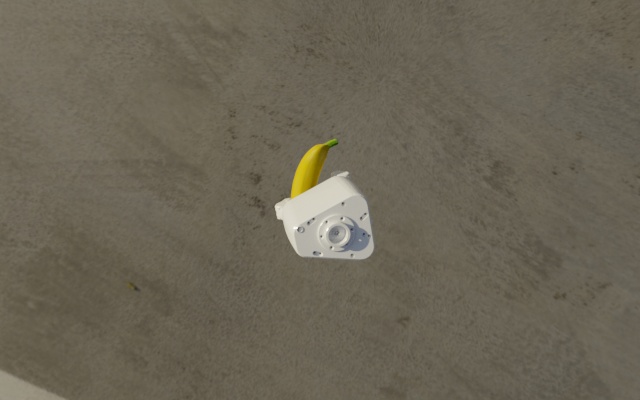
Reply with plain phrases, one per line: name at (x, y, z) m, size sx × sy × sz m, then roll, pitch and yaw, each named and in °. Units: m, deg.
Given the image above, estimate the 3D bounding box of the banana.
banana at (-0.016, -0.003, 0.754) m, size 0.069 × 0.198 × 0.037 m, roll 7°, pitch 9°, yaw -28°
